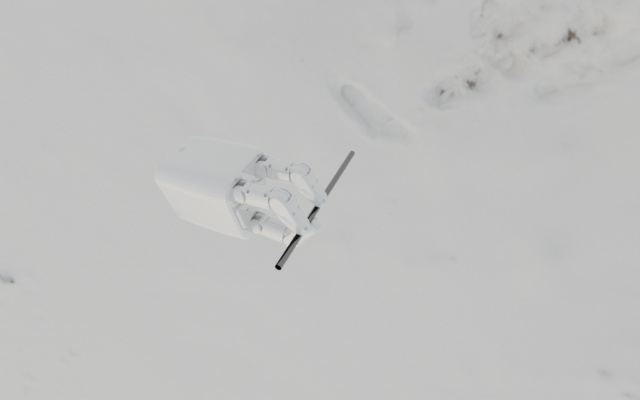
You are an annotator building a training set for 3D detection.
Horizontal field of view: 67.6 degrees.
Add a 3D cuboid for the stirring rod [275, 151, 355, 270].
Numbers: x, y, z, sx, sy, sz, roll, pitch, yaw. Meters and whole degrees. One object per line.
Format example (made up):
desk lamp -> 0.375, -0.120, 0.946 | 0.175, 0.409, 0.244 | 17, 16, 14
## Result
stirring rod -> 0.000, 0.002, 0.597 | 0.011, 0.011, 0.239 | 0, 36, 28
